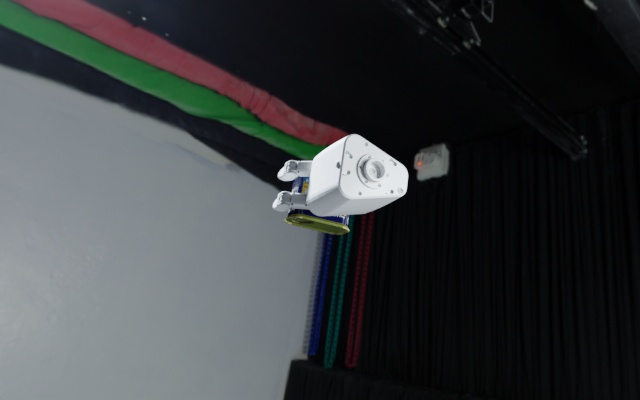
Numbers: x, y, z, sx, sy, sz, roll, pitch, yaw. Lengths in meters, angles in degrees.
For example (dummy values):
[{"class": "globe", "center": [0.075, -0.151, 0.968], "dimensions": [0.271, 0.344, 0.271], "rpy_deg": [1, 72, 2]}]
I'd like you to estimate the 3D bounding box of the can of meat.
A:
[{"class": "can of meat", "center": [0.000, 0.002, 0.775], "dimensions": [0.102, 0.084, 0.057], "rpy_deg": [14, -17, -17]}]
